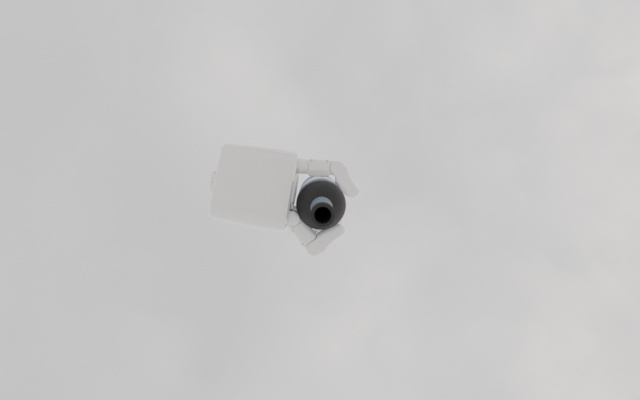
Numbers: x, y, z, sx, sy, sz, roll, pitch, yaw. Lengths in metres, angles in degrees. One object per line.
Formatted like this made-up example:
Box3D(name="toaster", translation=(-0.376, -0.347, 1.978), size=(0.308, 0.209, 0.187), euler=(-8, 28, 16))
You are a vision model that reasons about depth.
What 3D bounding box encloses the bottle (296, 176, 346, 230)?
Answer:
Box3D(name="bottle", translation=(0.000, 0.002, 0.667), size=(0.069, 0.069, 0.295), euler=(0, 5, -1))
